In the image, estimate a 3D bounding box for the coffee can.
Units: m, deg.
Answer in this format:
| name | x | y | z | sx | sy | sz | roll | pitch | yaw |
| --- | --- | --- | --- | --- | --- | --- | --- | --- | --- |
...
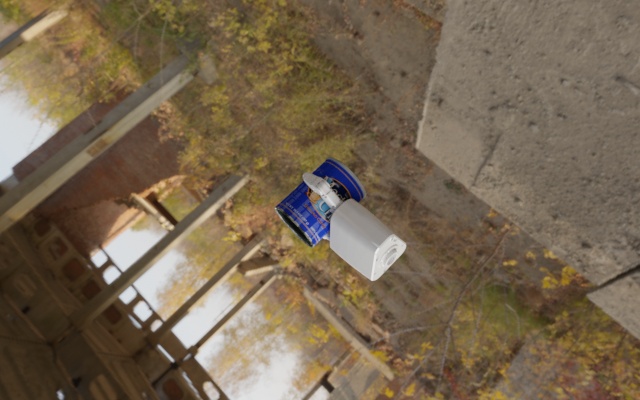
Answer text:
| name | x | y | z | sx | sy | sz | roll | pitch | yaw |
| --- | --- | --- | --- | --- | --- | --- | --- | --- | --- |
| coffee can | 0.000 | 0.003 | 0.886 | 0.140 | 0.103 | 0.103 | -44 | 11 | -12 |
